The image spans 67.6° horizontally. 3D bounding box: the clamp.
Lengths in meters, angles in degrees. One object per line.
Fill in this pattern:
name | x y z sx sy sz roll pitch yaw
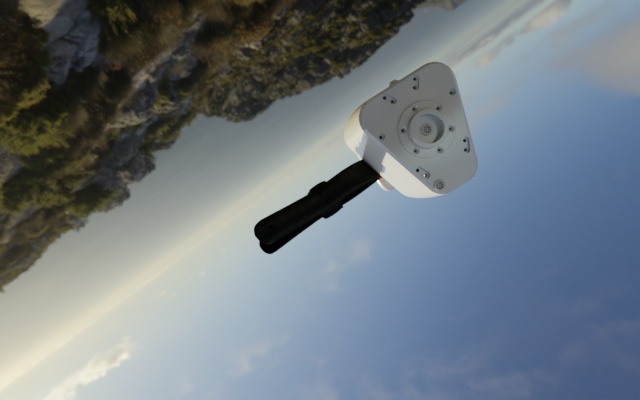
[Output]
clamp | 0.001 0.002 0.501 0.171 0.039 0.120 -37 -1 -2
